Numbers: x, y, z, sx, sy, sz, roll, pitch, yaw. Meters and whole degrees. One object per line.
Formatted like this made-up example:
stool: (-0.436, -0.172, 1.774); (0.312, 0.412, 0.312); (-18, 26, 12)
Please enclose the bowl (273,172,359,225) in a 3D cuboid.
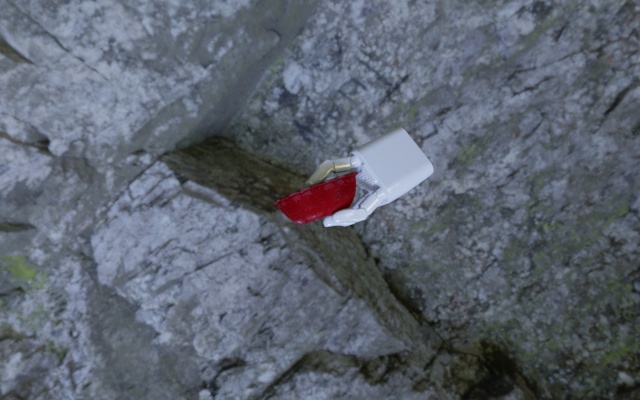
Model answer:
bowl: (-0.001, 0.004, 0.842); (0.162, 0.055, 0.162); (-20, -2, -1)
